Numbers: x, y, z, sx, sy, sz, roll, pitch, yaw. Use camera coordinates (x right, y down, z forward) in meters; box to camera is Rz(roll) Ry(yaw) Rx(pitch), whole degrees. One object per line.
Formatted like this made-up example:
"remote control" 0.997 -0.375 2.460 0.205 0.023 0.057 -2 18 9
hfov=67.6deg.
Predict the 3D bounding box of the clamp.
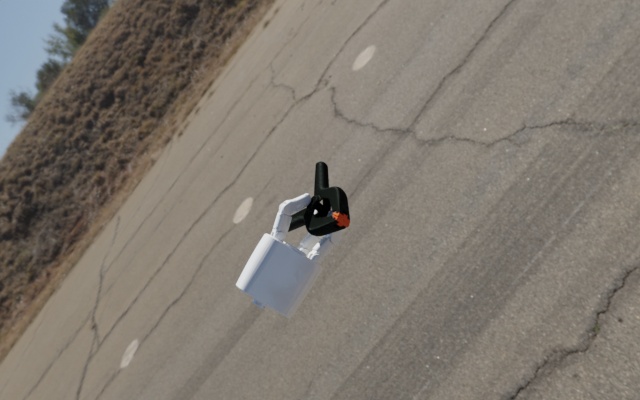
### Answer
"clamp" 0.000 0.003 0.857 0.036 0.164 0.210 34 -10 -26
